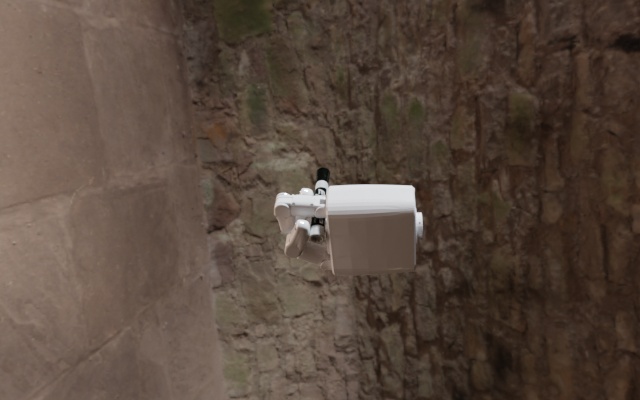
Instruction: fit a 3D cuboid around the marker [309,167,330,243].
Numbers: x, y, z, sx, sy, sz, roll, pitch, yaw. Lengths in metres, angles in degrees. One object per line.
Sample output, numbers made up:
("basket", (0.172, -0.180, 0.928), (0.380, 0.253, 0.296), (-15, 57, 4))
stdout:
("marker", (0.000, 0.002, 0.616), (0.020, 0.121, 0.020), (3, -42, 3))
